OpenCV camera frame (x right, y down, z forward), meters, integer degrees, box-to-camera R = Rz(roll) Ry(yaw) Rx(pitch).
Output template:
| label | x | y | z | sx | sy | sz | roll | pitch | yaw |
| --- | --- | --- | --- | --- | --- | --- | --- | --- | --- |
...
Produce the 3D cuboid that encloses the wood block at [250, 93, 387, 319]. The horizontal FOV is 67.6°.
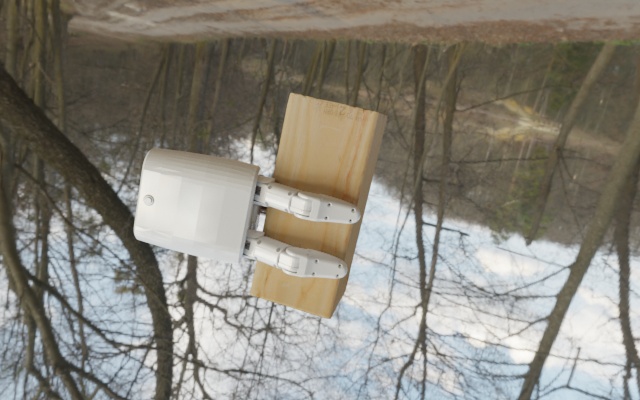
| label | x | y | z | sx | sy | sz | roll | pitch | yaw |
| --- | --- | --- | --- | --- | --- | --- | --- | --- | --- |
| wood block | 0.000 | 0.002 | 0.500 | 0.090 | 0.206 | 0.091 | 15 | 11 | 10 |
